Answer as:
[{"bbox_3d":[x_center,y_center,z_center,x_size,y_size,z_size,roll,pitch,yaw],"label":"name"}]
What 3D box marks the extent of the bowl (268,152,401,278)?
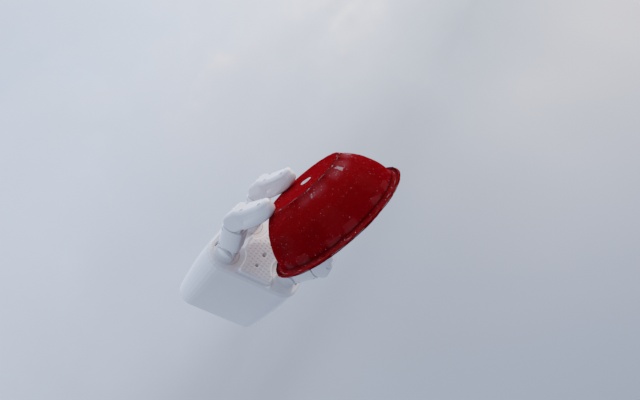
[{"bbox_3d":[0.001,0.001,0.480,0.162,0.055,0.162,-38,13,10],"label":"bowl"}]
